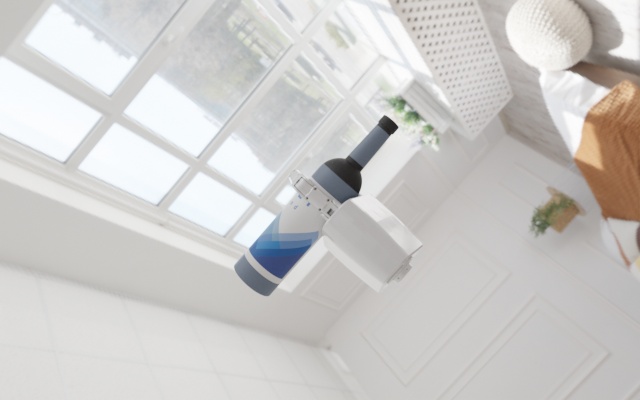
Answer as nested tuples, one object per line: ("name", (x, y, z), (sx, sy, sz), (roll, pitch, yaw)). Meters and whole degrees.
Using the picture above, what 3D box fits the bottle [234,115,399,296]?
("bottle", (0.000, 0.002, 0.661), (0.069, 0.296, 0.069), (41, 5, -4))
